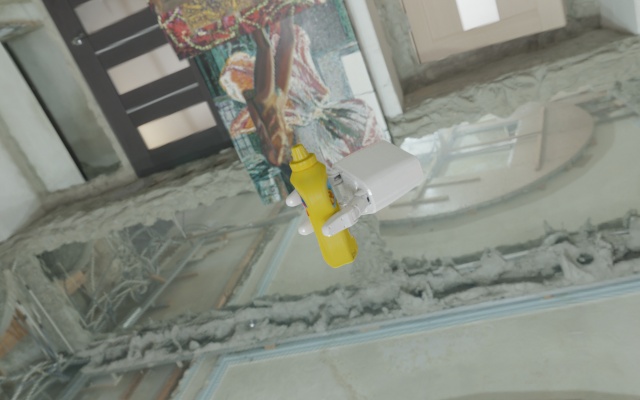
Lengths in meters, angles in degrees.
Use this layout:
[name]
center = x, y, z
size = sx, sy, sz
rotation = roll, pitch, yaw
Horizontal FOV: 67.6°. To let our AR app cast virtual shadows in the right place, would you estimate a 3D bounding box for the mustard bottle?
[mustard bottle]
center = 0.000, 0.003, 0.735
size = 0.058, 0.192, 0.096
rotation = -20, 20, 5
